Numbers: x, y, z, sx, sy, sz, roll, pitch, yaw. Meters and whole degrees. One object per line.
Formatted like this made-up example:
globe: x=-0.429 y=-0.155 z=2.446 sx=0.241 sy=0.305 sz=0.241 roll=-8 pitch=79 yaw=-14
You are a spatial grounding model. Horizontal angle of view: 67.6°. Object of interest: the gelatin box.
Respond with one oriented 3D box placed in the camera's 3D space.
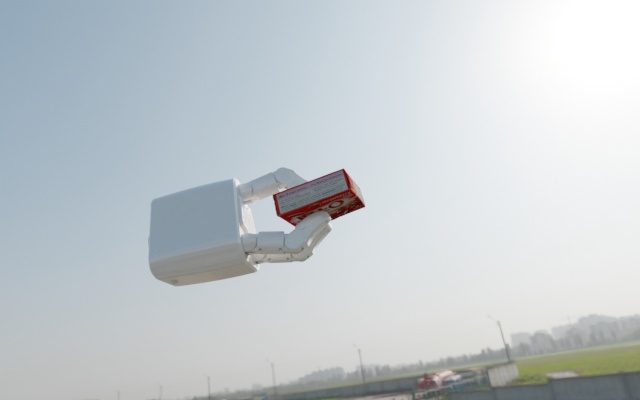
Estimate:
gelatin box: x=0.000 y=0.001 z=0.549 sx=0.089 sy=0.030 sz=0.073 roll=-21 pitch=-22 yaw=12
